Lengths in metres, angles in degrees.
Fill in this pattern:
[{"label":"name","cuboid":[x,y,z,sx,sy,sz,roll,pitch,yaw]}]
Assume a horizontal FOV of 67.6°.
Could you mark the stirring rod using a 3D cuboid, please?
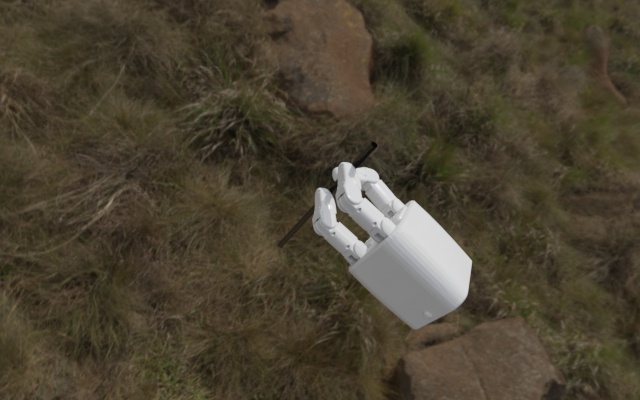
[{"label":"stirring rod","cuboid":[0.000,0.002,0.600,0.011,0.011,0.240,0,-31,-34]}]
